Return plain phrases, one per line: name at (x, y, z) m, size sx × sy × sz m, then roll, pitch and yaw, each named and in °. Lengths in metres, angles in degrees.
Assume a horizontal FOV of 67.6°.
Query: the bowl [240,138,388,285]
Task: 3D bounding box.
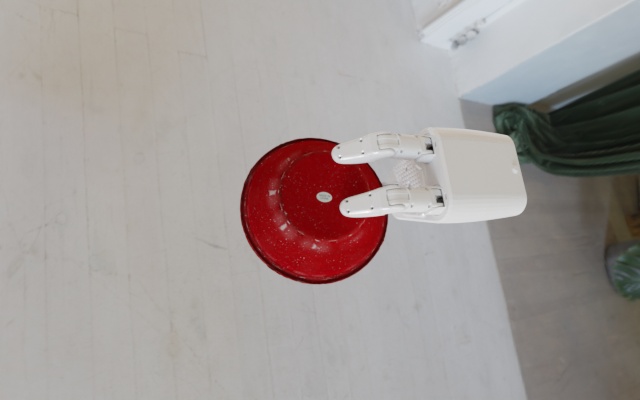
bowl at (-0.001, 0.002, 0.485) m, size 0.162 × 0.162 × 0.055 m, roll 0°, pitch -15°, yaw -11°
